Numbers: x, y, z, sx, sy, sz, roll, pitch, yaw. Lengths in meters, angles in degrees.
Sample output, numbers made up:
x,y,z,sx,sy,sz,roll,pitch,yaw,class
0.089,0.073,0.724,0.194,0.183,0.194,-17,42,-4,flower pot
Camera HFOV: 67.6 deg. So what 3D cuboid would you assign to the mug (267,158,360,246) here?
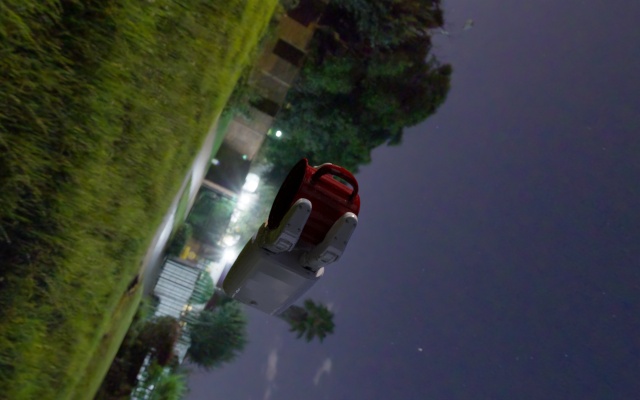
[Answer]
x,y,z,sx,sy,sz,roll,pitch,yaw,class
0.001,0.001,0.565,0.081,0.093,0.117,28,-50,-16,mug
